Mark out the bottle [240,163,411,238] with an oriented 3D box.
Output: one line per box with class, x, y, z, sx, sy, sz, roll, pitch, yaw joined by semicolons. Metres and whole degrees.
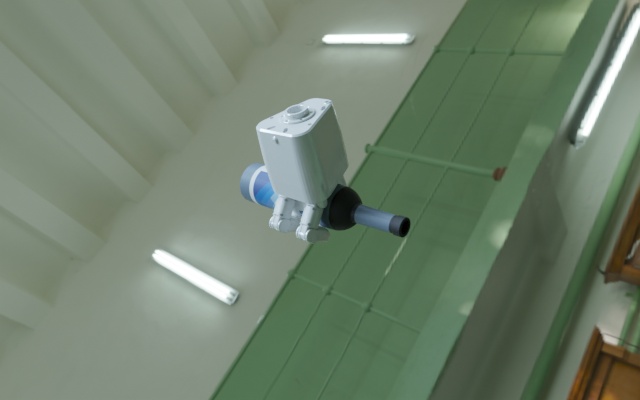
bottle;0.000;0.002;0.713;0.295;0.069;0.069;17;10;38
